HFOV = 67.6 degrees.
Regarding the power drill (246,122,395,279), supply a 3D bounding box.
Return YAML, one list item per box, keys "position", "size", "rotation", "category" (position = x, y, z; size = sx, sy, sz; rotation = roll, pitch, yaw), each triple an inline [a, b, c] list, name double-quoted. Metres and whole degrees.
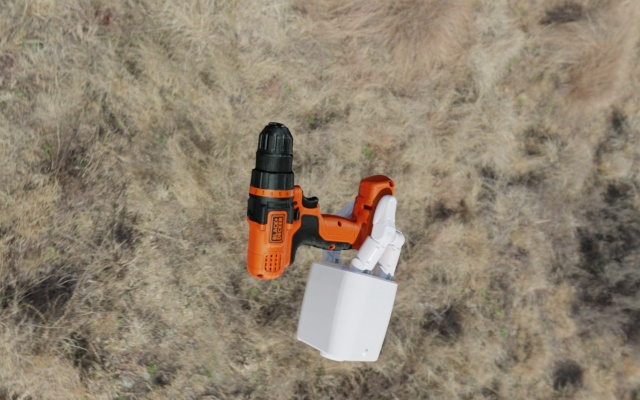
- position: [0.000, 0.002, 0.592]
  size: [0.187, 0.184, 0.057]
  rotation: [1, 13, -28]
  category: "power drill"
